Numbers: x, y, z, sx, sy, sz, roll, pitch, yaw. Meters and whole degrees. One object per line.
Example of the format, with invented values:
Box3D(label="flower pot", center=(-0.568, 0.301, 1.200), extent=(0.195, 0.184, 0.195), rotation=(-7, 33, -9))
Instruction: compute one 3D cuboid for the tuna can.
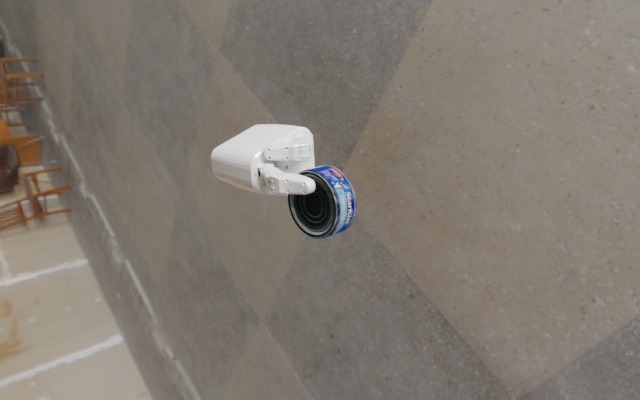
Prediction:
Box3D(label="tuna can", center=(0.000, 0.002, 0.575), extent=(0.086, 0.086, 0.033), rotation=(0, 12, 44))
